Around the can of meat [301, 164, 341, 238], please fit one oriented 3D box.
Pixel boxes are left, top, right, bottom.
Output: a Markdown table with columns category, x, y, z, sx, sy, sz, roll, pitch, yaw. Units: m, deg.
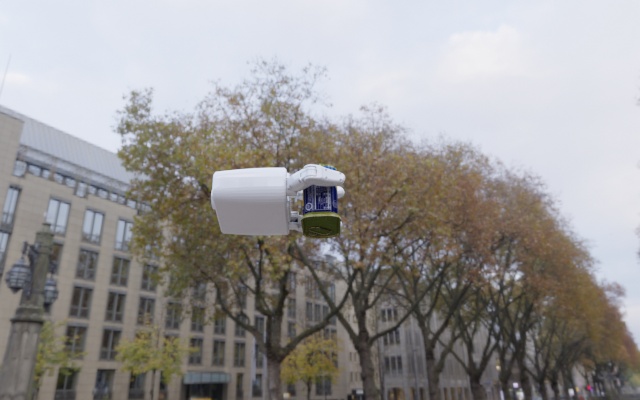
| category | x | y | z | sx | sy | sz | roll | pitch | yaw |
| --- | --- | --- | --- | --- | --- | --- | --- | --- | --- |
| can of meat | 0.000 | 0.002 | 0.721 | 0.057 | 0.084 | 0.102 | -2 | -22 | 1 |
